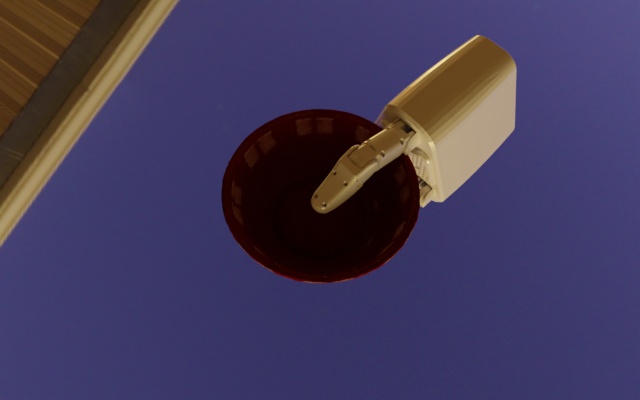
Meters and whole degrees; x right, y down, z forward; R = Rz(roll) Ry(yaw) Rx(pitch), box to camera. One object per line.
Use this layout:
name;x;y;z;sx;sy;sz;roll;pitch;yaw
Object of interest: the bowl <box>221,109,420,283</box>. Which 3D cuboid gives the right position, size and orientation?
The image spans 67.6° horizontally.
bowl;-0.001;0.002;0.411;0.162;0.162;0.055;0;-28;-1
